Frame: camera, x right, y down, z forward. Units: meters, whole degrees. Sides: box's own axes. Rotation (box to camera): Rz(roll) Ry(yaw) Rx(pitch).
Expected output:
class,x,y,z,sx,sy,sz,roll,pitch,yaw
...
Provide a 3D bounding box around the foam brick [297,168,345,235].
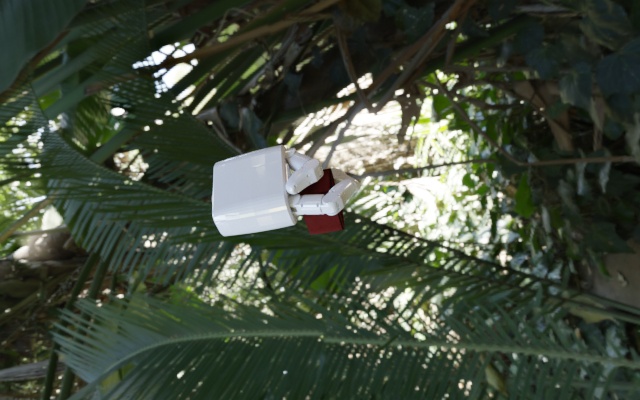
class,x,y,z,sx,sy,sz,roll,pitch,yaw
foam brick,0.000,0.002,0.683,0.051,0.078,0.053,-12,40,8
